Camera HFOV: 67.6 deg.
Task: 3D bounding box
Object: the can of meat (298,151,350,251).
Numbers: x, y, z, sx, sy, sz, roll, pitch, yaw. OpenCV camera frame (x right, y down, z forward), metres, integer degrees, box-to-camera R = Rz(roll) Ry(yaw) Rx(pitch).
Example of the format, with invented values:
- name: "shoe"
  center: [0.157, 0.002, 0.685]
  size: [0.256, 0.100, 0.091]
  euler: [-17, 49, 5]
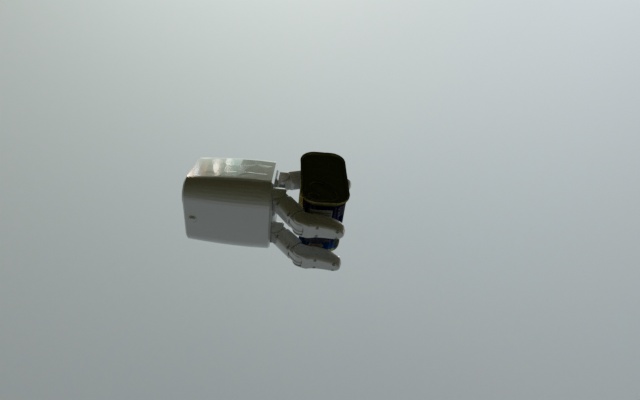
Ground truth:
- name: "can of meat"
  center: [0.000, 0.002, 0.600]
  size: [0.057, 0.084, 0.102]
  euler: [3, 40, -6]
